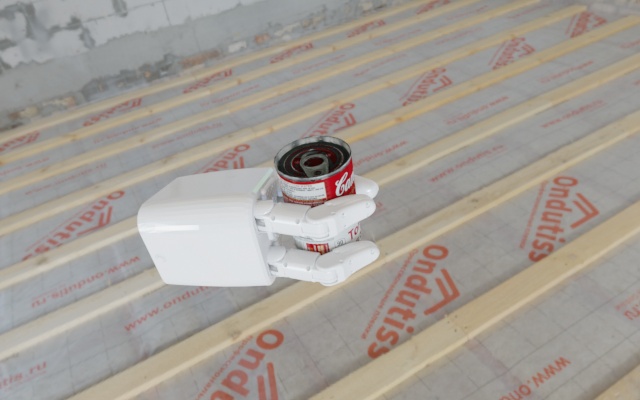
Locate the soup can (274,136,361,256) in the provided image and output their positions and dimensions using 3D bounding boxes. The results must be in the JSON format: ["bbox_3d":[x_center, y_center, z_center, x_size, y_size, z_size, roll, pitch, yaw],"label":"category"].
[{"bbox_3d":[0.001,0.002,0.440,0.068,0.102,0.068,-6,37,5],"label":"soup can"}]
